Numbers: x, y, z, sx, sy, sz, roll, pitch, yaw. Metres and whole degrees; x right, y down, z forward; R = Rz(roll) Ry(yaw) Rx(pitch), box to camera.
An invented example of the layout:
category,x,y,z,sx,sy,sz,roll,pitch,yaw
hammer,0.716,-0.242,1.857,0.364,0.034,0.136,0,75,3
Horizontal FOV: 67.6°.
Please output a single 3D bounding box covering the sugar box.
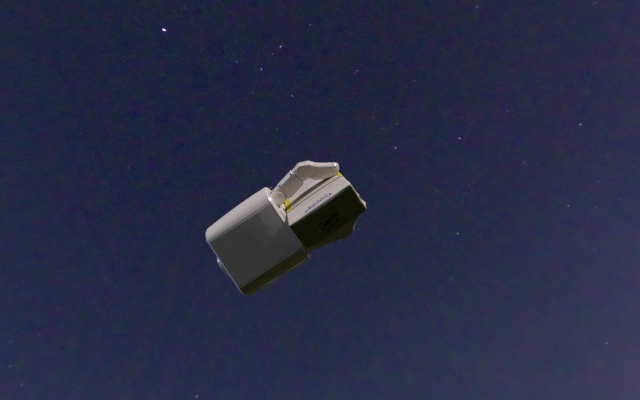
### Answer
category,x,y,z,sx,sy,sz,roll,pitch,yaw
sugar box,0.000,0.003,0.660,0.093,0.048,0.176,-34,16,3
